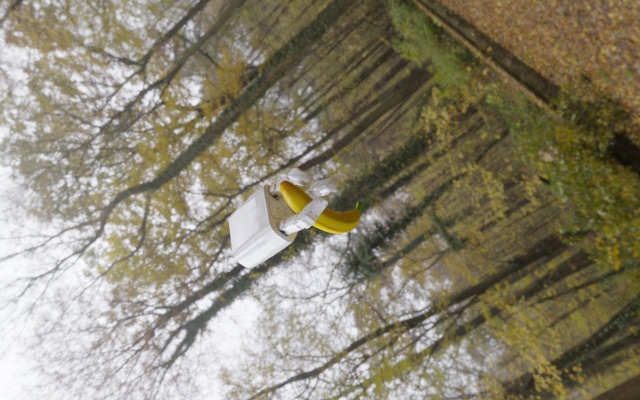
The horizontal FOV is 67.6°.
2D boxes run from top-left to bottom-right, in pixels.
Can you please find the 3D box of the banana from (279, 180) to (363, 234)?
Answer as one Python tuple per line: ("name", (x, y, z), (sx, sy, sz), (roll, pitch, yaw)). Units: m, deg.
("banana", (0.006, 0.019, 0.820), (0.037, 0.069, 0.198), (-34, -34, 34))
